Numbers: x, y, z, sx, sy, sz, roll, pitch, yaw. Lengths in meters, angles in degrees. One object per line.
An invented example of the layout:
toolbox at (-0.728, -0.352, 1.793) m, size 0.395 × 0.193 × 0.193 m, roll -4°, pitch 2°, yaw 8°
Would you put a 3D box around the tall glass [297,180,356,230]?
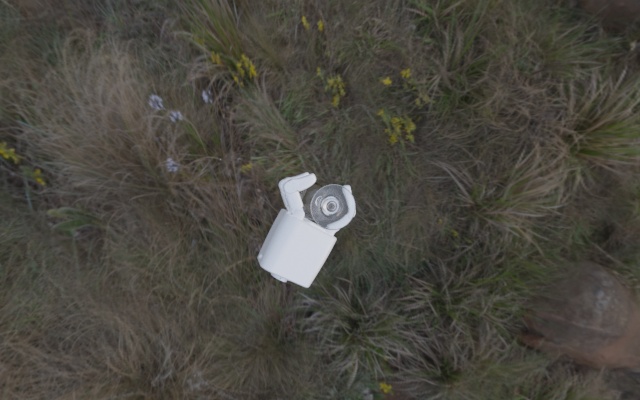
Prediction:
tall glass at (0.000, 0.003, 0.863) m, size 0.079 × 0.079 × 0.201 m, roll 0°, pitch 5°, yaw -12°
